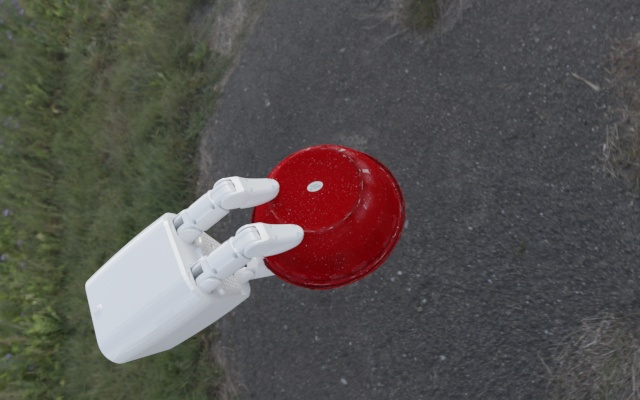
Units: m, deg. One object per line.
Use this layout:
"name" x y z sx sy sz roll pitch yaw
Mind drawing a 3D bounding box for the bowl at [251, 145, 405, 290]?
"bowl" 0.001 0.000 0.468 0.162 0.162 0.055 0 -29 14
